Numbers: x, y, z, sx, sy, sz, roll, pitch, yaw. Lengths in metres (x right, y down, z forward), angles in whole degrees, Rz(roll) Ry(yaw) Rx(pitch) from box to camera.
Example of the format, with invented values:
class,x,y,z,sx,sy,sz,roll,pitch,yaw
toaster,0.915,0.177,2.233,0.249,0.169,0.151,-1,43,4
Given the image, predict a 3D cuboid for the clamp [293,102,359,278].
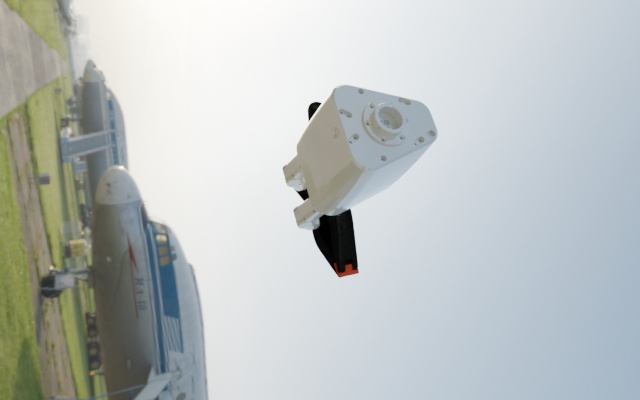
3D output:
class,x,y,z,sx,sy,sz,roll,pitch,yaw
clamp,0.001,0.002,0.623,0.036,0.210,0.165,-9,-19,-21
